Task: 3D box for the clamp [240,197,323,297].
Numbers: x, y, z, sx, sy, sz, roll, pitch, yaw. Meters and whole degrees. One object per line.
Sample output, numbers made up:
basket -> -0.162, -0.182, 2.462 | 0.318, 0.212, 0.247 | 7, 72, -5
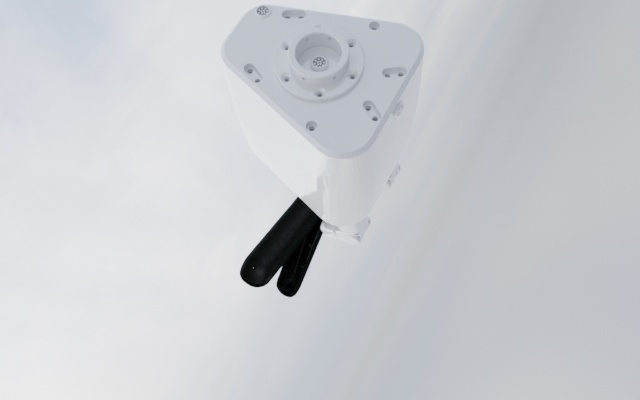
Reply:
clamp -> 0.000, 0.001, 0.456 | 0.036, 0.210, 0.165 | 27, -16, 11
